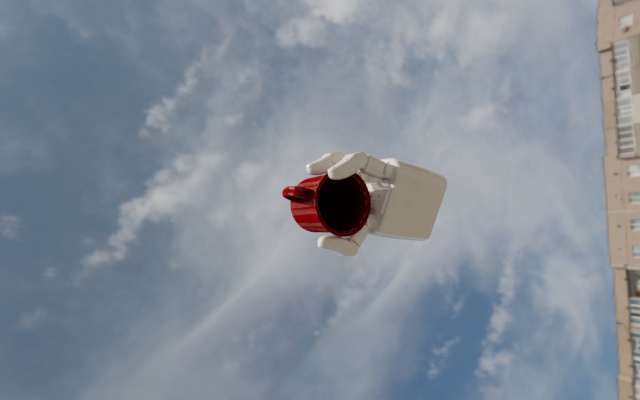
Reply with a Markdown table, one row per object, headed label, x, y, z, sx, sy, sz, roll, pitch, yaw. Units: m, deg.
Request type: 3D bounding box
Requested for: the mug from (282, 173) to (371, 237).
| label | x | y | z | sx | sy | sz | roll | pitch | yaw |
| --- | --- | --- | --- | --- | --- | --- | --- | --- | --- |
| mug | -0.001 | 0.002 | 0.668 | 0.117 | 0.093 | 0.081 | 13 | -10 | -32 |
